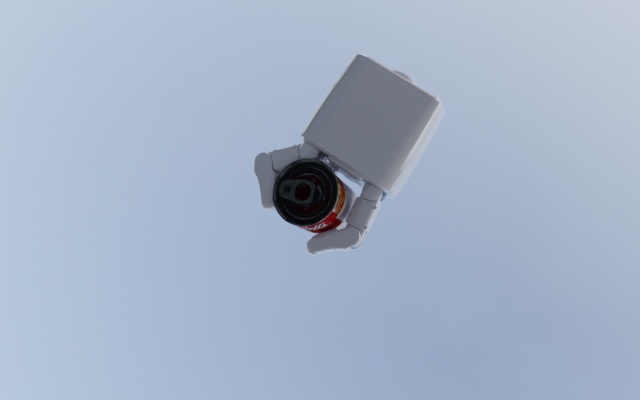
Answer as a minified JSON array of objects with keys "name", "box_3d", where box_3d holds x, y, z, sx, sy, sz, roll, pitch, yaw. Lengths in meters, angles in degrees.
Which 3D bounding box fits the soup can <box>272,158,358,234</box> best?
[{"name":"soup can","box_3d":[0.000,0.002,0.507,0.068,0.068,0.102,0,-12,18]}]
